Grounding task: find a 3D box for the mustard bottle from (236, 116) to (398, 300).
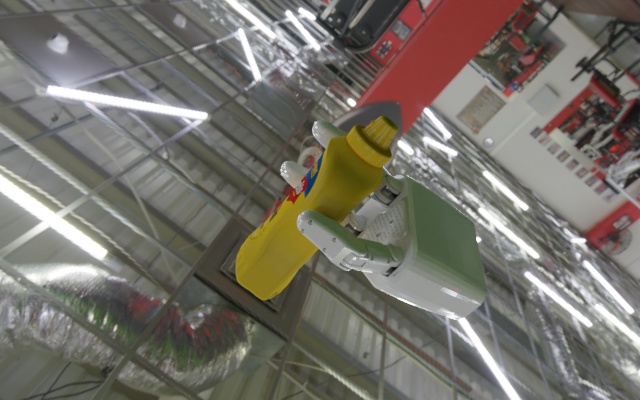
[{"bbox_3d":[0.000,0.001,0.430,0.058,0.192,0.096,39,25,-6],"label":"mustard bottle"}]
